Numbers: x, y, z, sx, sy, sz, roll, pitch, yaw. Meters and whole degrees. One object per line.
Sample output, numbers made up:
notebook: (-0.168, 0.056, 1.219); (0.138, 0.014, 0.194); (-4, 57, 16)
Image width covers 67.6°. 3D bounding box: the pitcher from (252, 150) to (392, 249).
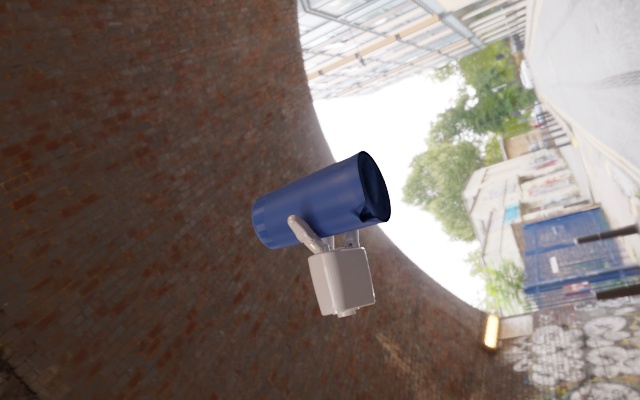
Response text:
pitcher: (0.000, 0.003, 0.883); (0.243, 0.145, 0.149); (-19, -12, 25)
